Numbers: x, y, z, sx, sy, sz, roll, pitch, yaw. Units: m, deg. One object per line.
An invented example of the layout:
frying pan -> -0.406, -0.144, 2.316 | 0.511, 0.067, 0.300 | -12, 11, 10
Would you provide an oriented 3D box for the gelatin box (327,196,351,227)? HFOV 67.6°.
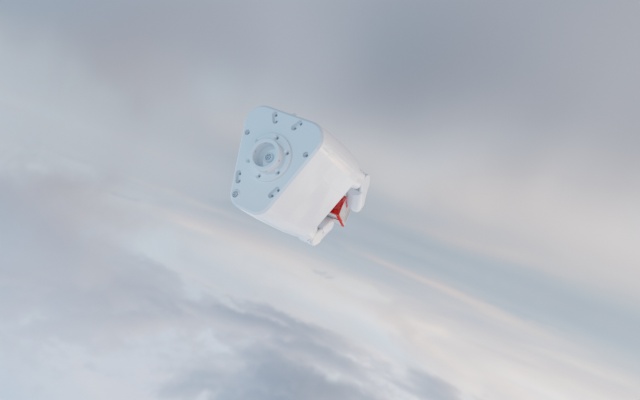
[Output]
gelatin box -> 0.000, 0.003, 0.635 | 0.073, 0.030, 0.089 | 22, -9, 12
